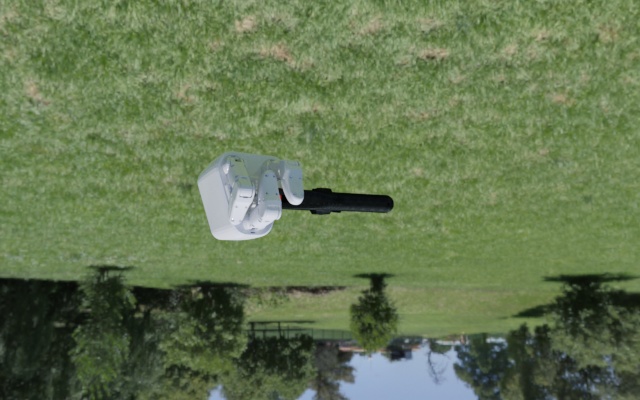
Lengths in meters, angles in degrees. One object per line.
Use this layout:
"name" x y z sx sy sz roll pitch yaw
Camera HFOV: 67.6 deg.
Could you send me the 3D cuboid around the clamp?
"clamp" 0.000 0.003 0.654 0.171 0.039 0.120 6 -10 -29
